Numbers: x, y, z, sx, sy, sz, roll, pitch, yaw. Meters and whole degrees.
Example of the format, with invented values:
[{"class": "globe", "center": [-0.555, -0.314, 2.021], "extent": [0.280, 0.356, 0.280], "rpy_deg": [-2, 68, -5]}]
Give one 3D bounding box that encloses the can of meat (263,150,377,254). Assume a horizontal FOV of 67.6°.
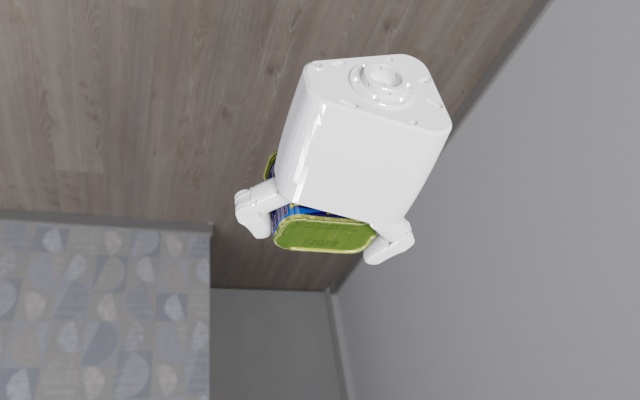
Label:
[{"class": "can of meat", "center": [0.000, 0.002, 0.462], "extent": [0.102, 0.084, 0.057], "rpy_deg": [5, -40, -20]}]
